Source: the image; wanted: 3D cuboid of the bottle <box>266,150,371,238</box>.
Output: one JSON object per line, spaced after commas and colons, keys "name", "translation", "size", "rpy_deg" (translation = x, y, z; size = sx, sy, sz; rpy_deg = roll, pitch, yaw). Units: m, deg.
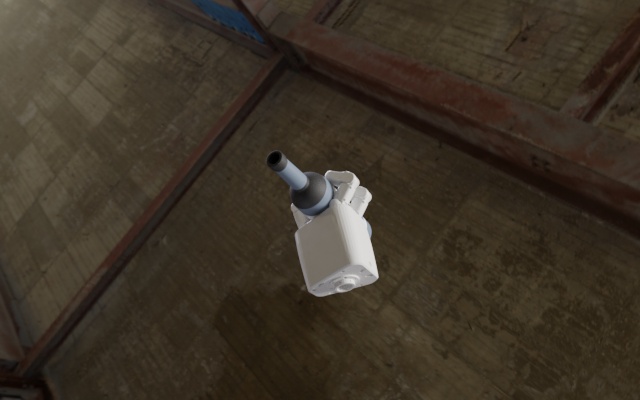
{"name": "bottle", "translation": [0.000, 0.003, 0.792], "size": [0.069, 0.069, 0.296], "rpy_deg": [0, -25, 30]}
